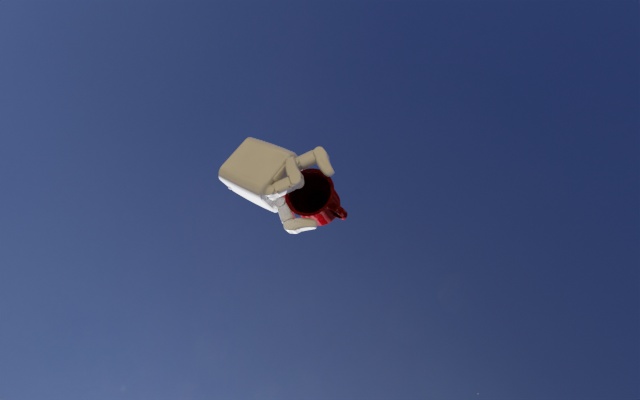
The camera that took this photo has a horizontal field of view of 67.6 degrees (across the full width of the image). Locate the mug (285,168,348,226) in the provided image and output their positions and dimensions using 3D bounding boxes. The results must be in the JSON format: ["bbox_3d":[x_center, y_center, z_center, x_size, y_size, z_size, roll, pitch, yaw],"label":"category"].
[{"bbox_3d":[0.001,0.003,0.891,0.117,0.093,0.081,25,-12,24],"label":"mug"}]
